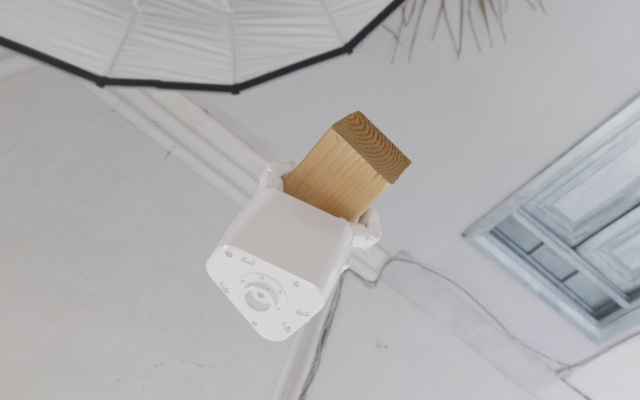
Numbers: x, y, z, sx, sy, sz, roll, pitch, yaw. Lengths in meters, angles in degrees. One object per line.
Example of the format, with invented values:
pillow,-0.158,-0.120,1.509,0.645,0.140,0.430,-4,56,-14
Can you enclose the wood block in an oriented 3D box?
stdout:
wood block,0.000,0.002,0.579,0.206,0.091,0.090,-46,-3,32
